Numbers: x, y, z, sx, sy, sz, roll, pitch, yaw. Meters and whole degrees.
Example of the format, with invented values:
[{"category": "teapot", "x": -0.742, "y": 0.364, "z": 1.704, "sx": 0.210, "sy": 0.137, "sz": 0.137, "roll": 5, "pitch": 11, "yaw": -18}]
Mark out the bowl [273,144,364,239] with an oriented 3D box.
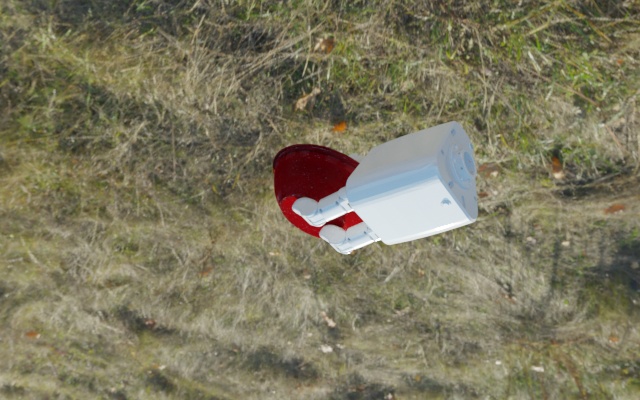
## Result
[{"category": "bowl", "x": -0.001, "y": 0.003, "z": 0.620, "sx": 0.162, "sy": 0.055, "sz": 0.162, "roll": 19, "pitch": -32, "yaw": 12}]
